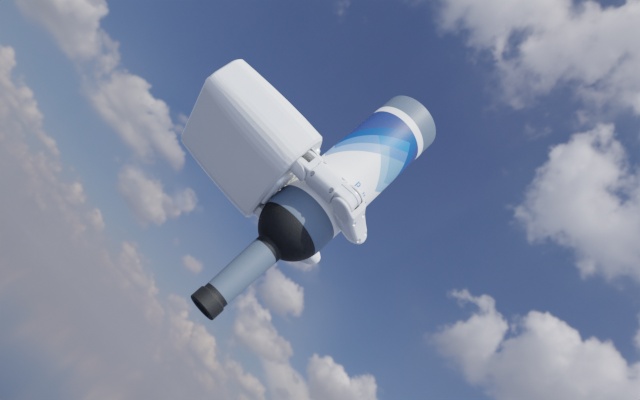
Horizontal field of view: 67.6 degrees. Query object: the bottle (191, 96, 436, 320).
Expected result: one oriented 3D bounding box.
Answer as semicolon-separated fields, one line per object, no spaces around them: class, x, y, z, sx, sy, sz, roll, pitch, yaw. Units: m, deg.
bottle;0.000;0.001;0.458;0.295;0.069;0.069;-42;22;-27
